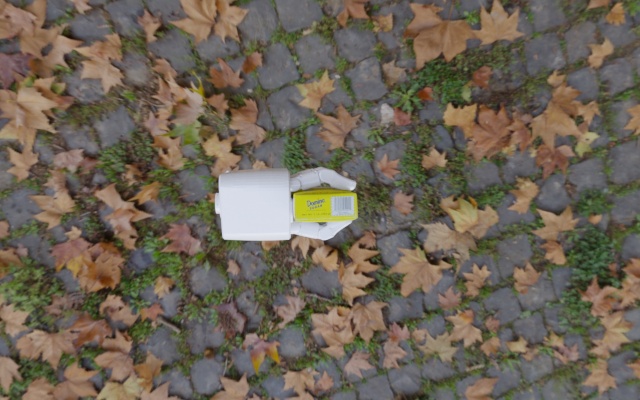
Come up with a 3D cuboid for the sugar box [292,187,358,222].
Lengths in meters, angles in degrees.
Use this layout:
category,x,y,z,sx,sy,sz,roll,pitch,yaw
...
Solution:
category,x,y,z,sx,sy,sz,roll,pitch,yaw
sugar box,0.000,0.002,0.772,0.093,0.048,0.176,-1,7,-6
